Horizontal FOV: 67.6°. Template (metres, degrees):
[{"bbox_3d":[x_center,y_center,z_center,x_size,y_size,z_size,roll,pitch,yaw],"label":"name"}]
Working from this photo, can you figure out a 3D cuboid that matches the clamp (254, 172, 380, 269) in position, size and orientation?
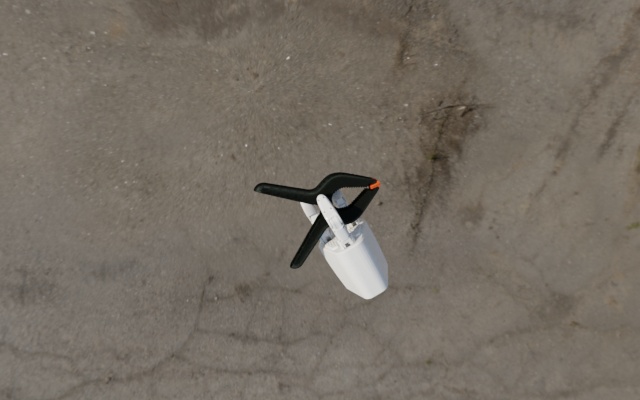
[{"bbox_3d":[0.001,0.003,0.823,0.210,0.164,0.036,-31,16,0],"label":"clamp"}]
